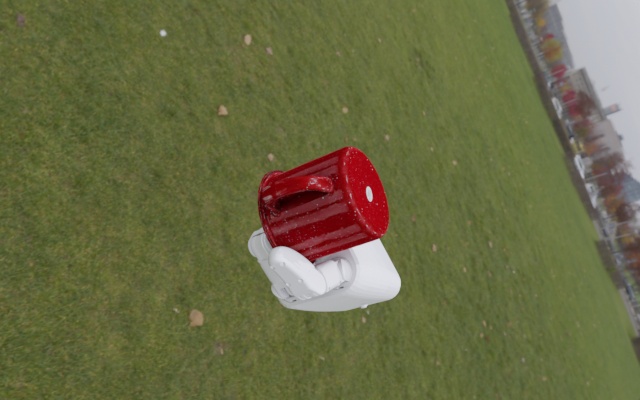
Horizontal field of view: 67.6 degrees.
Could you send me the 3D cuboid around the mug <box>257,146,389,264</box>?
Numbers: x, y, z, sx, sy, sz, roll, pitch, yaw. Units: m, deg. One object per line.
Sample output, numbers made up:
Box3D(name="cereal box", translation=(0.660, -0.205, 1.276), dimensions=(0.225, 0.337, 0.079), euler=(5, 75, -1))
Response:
Box3D(name="mug", translation=(-0.001, 0.001, 0.400), dimensions=(0.081, 0.093, 0.117), euler=(-21, -24, 27))
